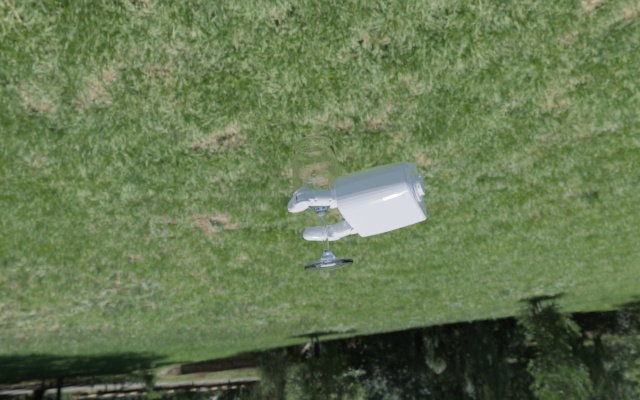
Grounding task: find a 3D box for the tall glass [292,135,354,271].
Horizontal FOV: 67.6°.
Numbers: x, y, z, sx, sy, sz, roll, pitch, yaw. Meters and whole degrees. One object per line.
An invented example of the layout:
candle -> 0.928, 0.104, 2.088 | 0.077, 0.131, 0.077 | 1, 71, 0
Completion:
tall glass -> 0.000, 0.003, 0.739 | 0.079, 0.201, 0.079 | -7, -18, -2
